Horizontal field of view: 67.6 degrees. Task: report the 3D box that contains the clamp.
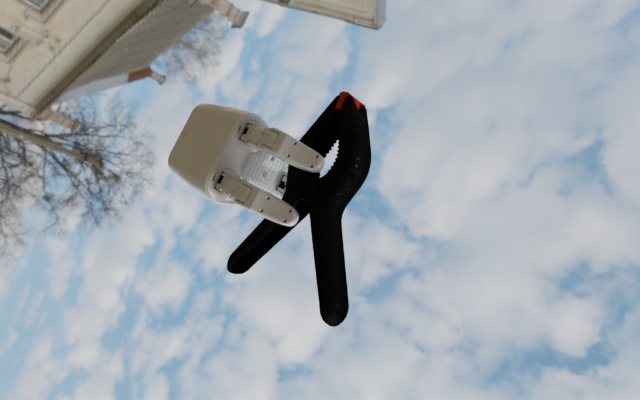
[{"bbox_3d":[0.001,0.001,0.442,0.036,0.210,0.164,27,-2,-43],"label":"clamp"}]
